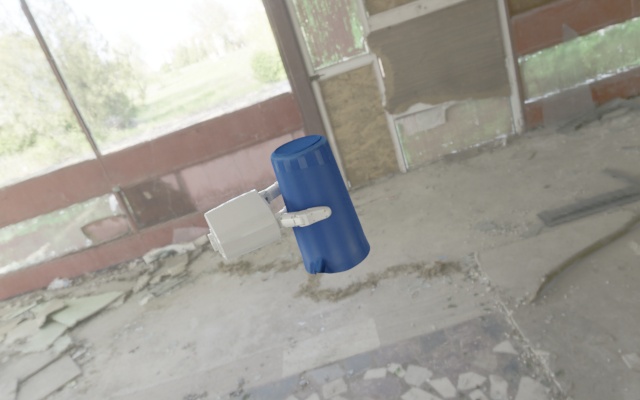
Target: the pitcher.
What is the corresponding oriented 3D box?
[{"bbox_3d":[0.000,0.003,0.893,0.145,0.243,0.149,-24,21,-13],"label":"pitcher"}]
